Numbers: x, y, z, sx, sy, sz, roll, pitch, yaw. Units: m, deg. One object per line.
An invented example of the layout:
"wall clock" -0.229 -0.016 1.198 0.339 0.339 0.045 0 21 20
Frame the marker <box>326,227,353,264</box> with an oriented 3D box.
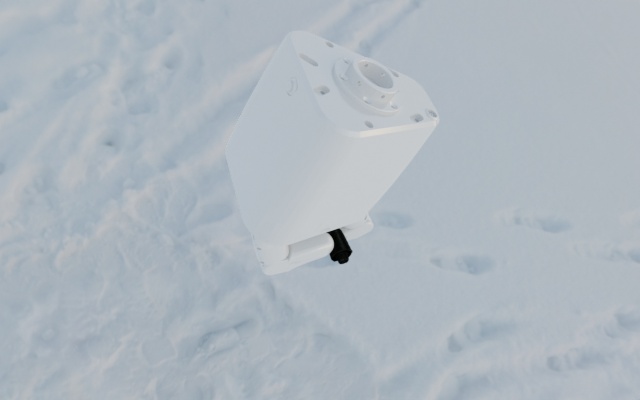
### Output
"marker" 0.000 0.001 0.416 0.020 0.121 0.020 -16 -32 -10
